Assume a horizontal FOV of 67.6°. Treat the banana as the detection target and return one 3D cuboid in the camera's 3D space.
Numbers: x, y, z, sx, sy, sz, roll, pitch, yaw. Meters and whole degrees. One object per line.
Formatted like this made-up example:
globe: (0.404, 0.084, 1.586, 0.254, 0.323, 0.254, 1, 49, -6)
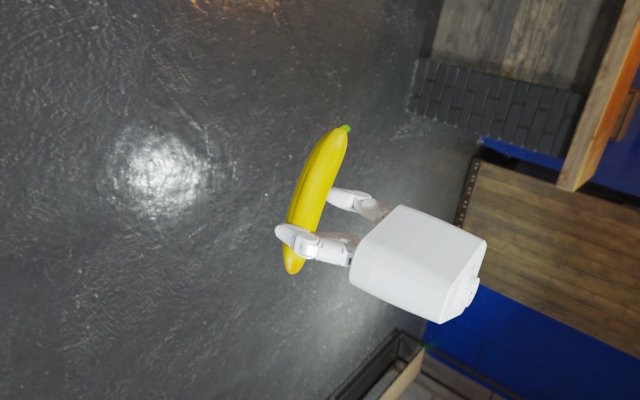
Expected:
banana: (-0.006, -0.005, 0.565, 0.037, 0.198, 0.070, 21, -3, 26)
